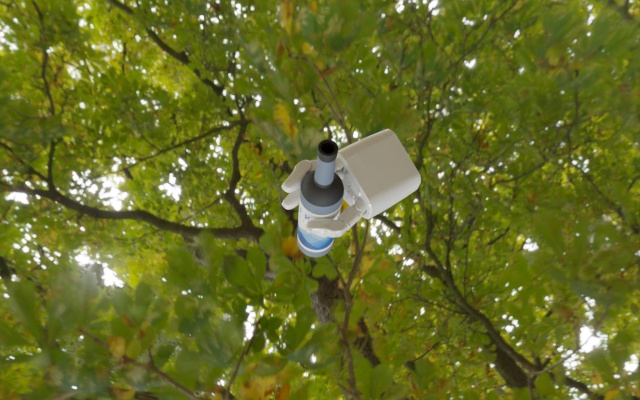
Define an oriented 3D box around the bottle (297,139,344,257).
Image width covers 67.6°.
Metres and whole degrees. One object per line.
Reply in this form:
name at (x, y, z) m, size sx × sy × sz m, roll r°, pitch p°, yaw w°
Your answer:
bottle at (0.000, 0.003, 0.751) m, size 0.069 × 0.069 × 0.296 m, roll 0°, pitch -29°, yaw -4°
